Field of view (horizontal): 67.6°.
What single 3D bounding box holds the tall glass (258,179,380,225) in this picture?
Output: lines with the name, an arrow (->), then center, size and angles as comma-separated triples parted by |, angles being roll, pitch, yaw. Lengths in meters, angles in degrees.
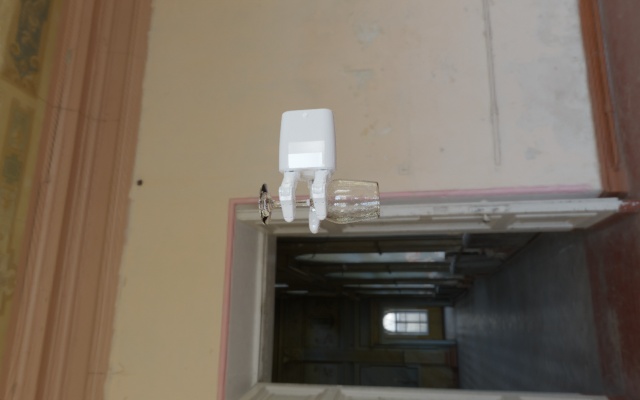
tall glass -> -0.001, 0.003, 0.824 | 0.201, 0.079, 0.079 | -2, 0, 10
